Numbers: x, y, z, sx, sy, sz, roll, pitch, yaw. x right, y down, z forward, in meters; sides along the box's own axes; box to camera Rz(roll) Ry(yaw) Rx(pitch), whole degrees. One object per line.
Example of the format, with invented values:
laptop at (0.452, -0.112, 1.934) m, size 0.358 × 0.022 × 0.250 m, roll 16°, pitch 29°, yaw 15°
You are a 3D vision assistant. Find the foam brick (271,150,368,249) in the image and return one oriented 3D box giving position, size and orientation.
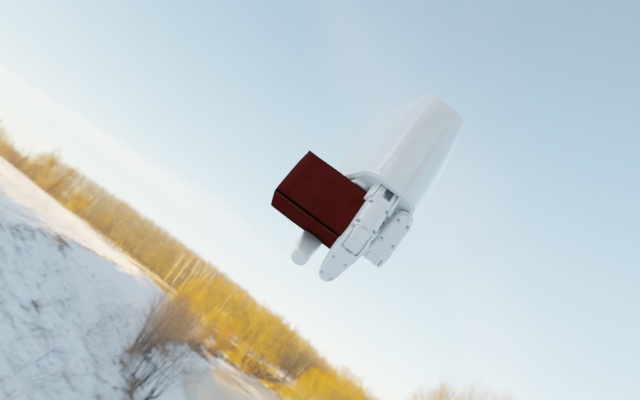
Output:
foam brick at (0.000, 0.001, 0.445) m, size 0.078 × 0.051 × 0.053 m, roll 37°, pitch -18°, yaw -1°
